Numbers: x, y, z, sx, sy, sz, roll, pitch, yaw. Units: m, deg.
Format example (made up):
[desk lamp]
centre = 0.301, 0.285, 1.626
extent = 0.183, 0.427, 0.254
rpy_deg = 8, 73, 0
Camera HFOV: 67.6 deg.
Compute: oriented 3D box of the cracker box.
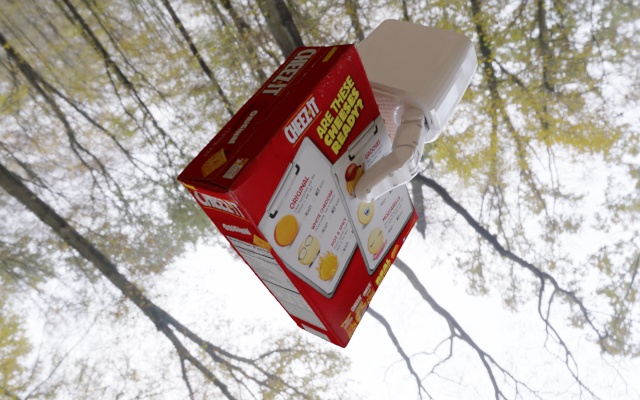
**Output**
[cracker box]
centre = 0.000, 0.002, 0.421
extent = 0.072, 0.164, 0.214
rpy_deg = 11, -36, 38
